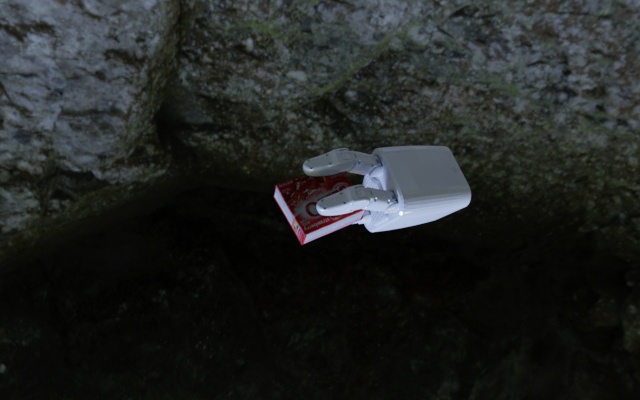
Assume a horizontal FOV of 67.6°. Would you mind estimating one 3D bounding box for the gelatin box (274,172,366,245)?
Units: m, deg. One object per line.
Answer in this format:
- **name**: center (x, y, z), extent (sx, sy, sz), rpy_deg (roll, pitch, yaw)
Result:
- **gelatin box**: center (0.000, 0.002, 0.568), extent (0.089, 0.073, 0.030), rpy_deg (-21, -24, -23)
